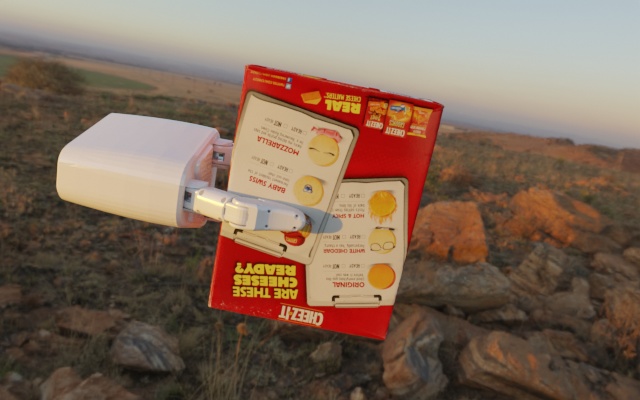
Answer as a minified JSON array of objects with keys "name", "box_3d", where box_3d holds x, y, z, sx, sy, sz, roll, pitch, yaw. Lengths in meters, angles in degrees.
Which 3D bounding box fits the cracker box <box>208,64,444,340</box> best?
[{"name":"cracker box","box_3d":[0.000,0.001,0.431,0.164,0.214,0.072,11,14,-1]}]
